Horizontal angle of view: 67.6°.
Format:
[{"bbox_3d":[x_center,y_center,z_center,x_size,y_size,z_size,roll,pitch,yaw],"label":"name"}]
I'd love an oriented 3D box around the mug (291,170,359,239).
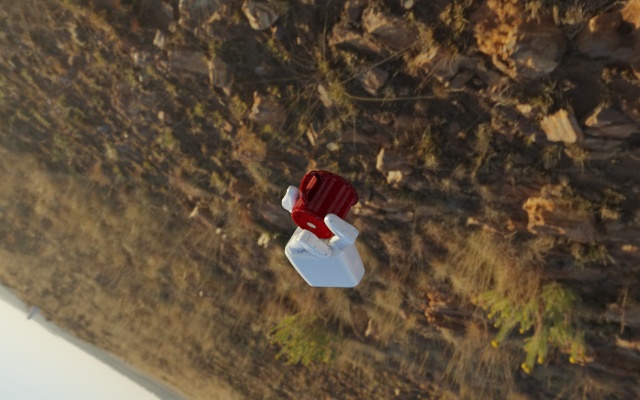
[{"bbox_3d":[0.000,0.002,0.784,0.093,0.081,0.117,11,-33,34],"label":"mug"}]
